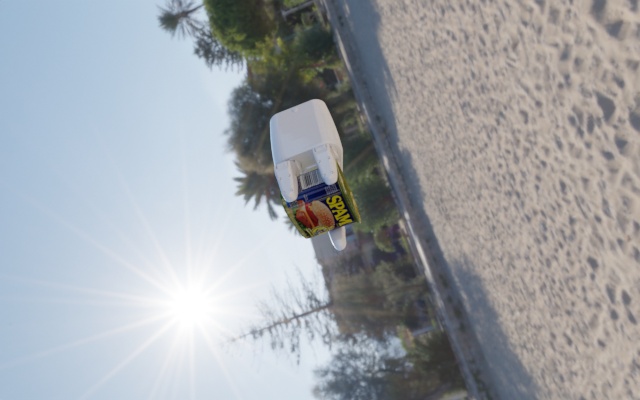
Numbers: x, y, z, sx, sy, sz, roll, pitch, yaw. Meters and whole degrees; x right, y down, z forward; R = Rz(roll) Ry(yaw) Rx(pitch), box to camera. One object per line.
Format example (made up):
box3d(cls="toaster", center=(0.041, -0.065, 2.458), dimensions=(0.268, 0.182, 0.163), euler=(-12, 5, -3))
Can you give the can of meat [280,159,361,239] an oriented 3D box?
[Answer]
box3d(cls="can of meat", center=(0.000, 0.002, 0.649), dimensions=(0.084, 0.057, 0.102), euler=(-20, -38, 8))
